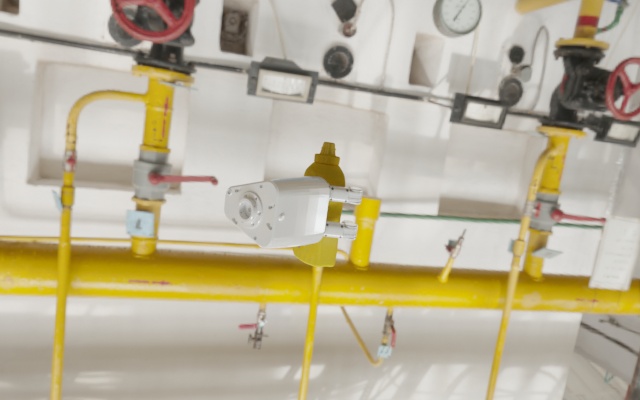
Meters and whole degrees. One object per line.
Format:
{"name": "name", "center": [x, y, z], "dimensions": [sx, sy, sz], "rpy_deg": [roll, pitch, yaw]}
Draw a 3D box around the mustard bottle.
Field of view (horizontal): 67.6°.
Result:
{"name": "mustard bottle", "center": [0.000, 0.003, 0.762], "dimensions": [0.058, 0.191, 0.096], "rpy_deg": [3, 10, -27]}
